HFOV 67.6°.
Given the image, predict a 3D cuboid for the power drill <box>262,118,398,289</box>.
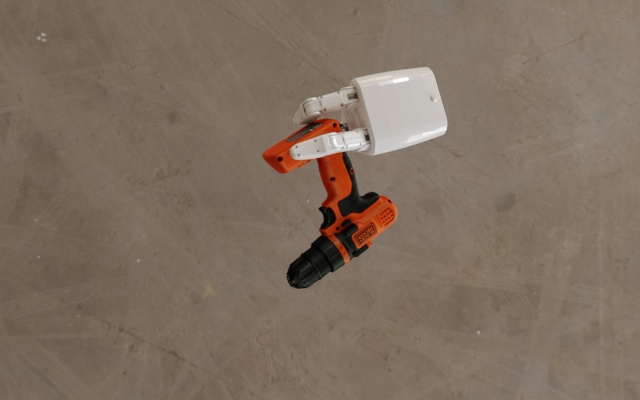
[{"bbox_3d":[0.000,0.002,0.630,0.184,0.188,0.057,-37,25,-20],"label":"power drill"}]
